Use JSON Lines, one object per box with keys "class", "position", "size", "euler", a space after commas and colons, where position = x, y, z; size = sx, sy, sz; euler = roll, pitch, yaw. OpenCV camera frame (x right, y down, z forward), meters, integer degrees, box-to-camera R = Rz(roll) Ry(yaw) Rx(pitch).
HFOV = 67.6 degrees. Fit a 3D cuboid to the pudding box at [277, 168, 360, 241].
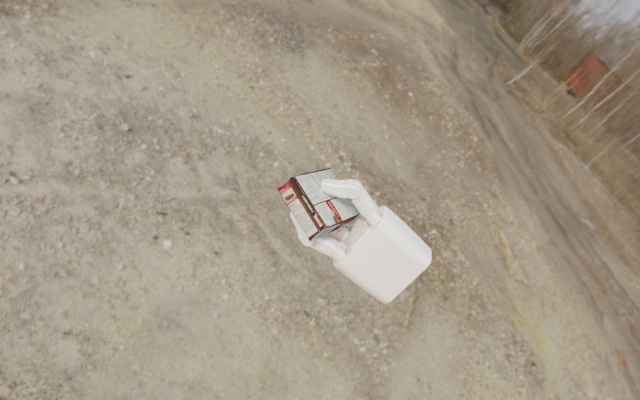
{"class": "pudding box", "position": [0.000, 0.002, 0.704], "size": [0.039, 0.090, 0.113], "euler": [-38, -10, 28]}
